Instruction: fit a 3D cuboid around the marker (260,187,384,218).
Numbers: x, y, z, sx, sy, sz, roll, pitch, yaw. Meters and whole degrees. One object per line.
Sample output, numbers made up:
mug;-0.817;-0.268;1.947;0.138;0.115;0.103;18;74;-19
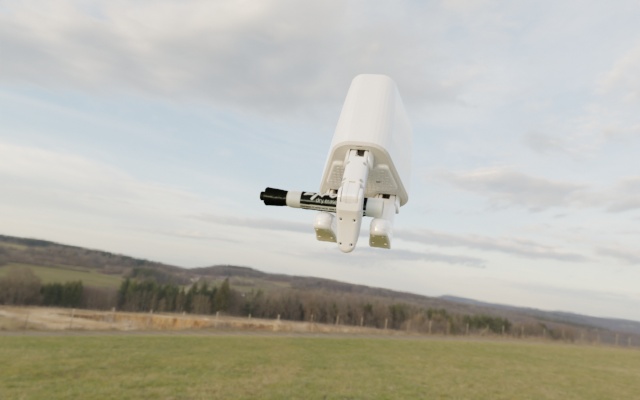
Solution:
marker;0.000;0.002;0.461;0.121;0.020;0.020;6;1;11
